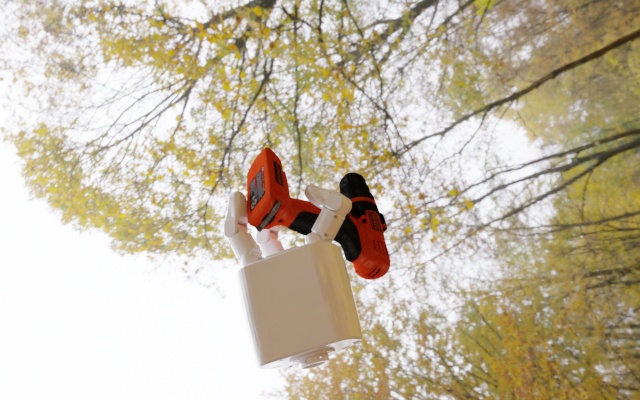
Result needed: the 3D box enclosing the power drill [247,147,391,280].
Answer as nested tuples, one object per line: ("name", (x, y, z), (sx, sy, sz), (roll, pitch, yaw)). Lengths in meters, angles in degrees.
("power drill", (0.000, 0.002, 0.610), (0.188, 0.057, 0.184), (22, 34, -26))
